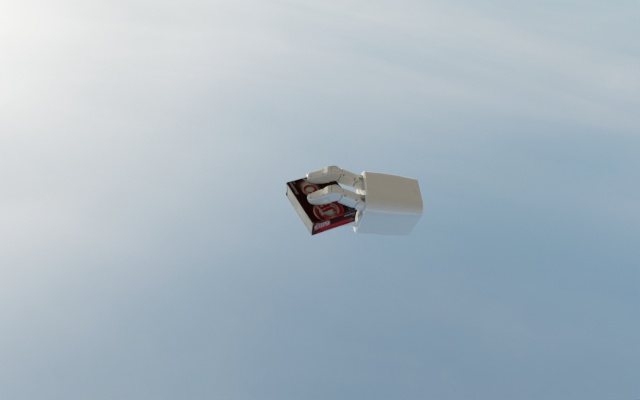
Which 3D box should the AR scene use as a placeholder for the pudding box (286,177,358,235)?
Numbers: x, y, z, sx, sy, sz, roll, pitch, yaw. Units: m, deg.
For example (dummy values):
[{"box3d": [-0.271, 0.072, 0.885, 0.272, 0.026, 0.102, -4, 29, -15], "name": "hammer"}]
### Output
[{"box3d": [0.000, 0.003, 0.864, 0.090, 0.039, 0.113, -16, 48, -24], "name": "pudding box"}]
